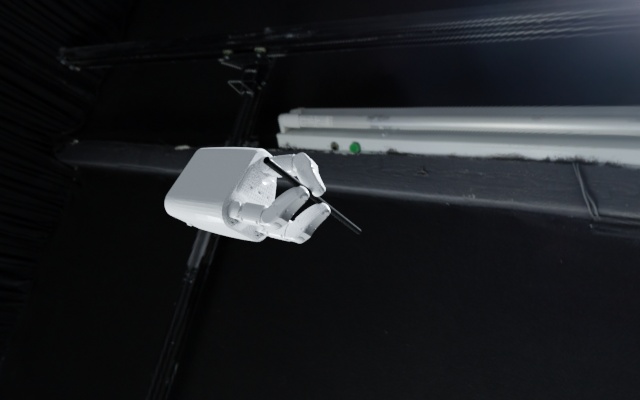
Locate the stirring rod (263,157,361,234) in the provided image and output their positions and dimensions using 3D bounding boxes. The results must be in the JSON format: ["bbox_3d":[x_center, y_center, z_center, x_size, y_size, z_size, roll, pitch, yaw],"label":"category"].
[{"bbox_3d":[0.000,0.002,0.576,0.011,0.011,0.240,0,-21,29],"label":"stirring rod"}]
